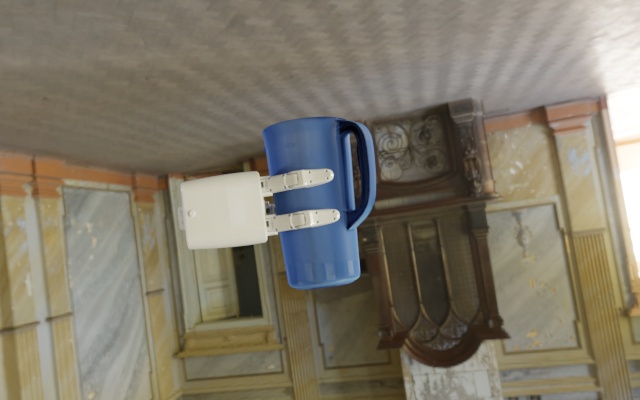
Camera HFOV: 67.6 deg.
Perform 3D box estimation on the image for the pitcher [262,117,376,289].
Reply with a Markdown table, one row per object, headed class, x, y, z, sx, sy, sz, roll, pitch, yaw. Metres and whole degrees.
| class | x | y | z | sx | sy | sz | roll | pitch | yaw |
| --- | --- | --- | --- | --- | --- | --- | --- | --- | --- |
| pitcher | 0.000 | 0.002 | 0.706 | 0.145 | 0.243 | 0.149 | -7 | -4 | -11 |
